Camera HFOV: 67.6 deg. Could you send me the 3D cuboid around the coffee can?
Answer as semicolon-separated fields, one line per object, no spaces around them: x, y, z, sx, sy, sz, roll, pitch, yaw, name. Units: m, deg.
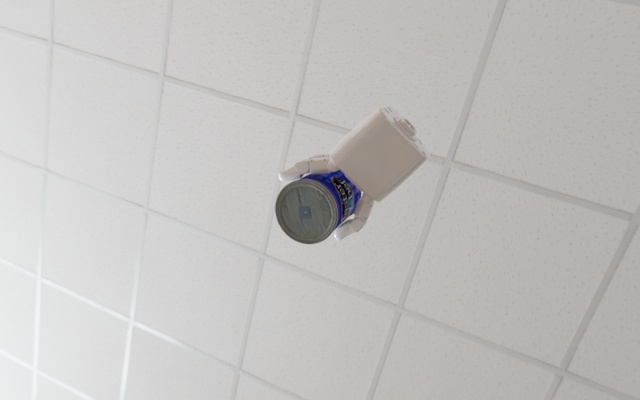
0.000;0.003;0.792;0.103;0.103;0.140;0;13;20;coffee can
